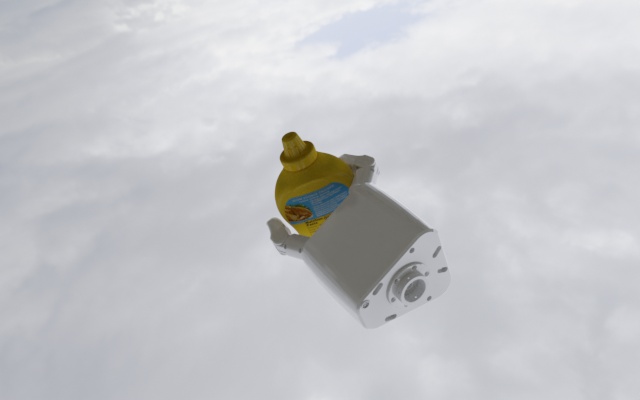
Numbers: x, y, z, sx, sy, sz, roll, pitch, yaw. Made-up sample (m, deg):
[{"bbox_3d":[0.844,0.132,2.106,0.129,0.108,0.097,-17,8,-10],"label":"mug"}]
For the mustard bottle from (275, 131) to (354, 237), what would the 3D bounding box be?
[{"bbox_3d":[0.000,0.002,0.561,0.096,0.192,0.058,-20,37,8],"label":"mustard bottle"}]
